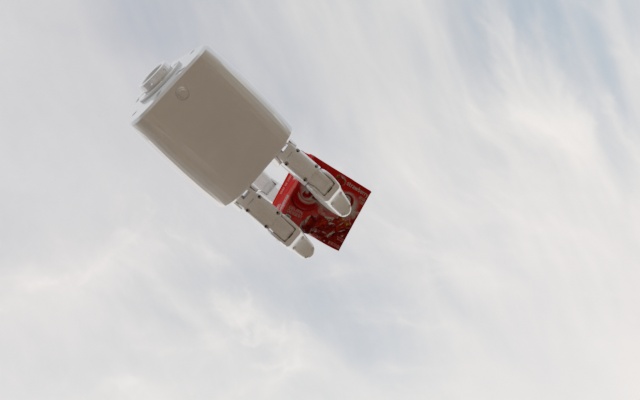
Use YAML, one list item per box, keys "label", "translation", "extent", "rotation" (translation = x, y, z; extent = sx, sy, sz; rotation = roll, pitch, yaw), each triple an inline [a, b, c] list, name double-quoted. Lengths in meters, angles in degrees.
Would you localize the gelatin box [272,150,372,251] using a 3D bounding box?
- label: "gelatin box"
  translation: [0.000, 0.002, 0.488]
  extent: [0.089, 0.073, 0.030]
  rotation: [30, -2, -36]
